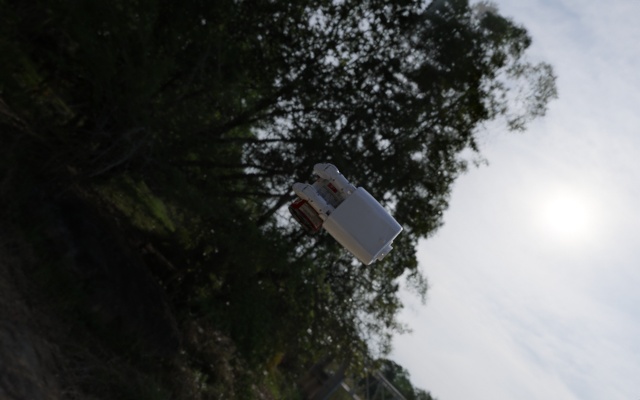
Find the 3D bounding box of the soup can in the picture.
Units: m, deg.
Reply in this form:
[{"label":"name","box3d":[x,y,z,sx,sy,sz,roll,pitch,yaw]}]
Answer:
[{"label":"soup can","box3d":[0.000,0.002,0.875,0.102,0.068,0.068,-43,13,-14]}]
